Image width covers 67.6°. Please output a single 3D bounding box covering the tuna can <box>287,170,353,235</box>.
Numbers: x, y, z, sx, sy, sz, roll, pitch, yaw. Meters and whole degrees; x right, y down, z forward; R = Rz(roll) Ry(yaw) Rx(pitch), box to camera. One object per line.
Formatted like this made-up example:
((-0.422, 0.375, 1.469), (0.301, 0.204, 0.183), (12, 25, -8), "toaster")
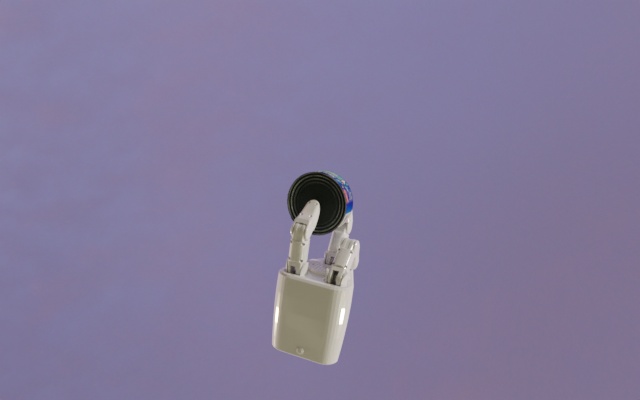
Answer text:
((0.000, 0.002, 0.647), (0.086, 0.086, 0.033), (0, 9, 24), "tuna can")
